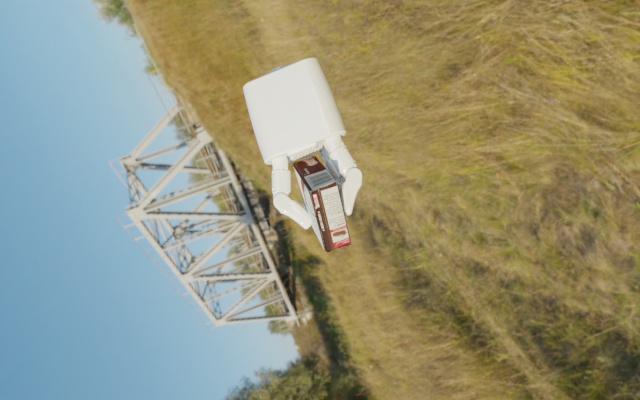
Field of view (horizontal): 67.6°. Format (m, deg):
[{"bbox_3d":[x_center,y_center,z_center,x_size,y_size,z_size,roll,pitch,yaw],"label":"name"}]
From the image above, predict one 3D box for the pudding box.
[{"bbox_3d":[0.000,0.002,0.620,0.039,0.090,0.113,-18,25,-6],"label":"pudding box"}]
